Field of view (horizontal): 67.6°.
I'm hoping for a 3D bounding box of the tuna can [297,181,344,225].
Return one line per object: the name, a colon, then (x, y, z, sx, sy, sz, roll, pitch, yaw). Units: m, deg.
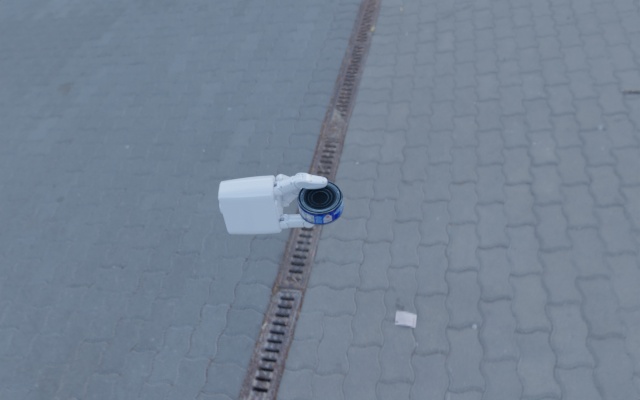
tuna can: (0.000, 0.003, 0.894, 0.086, 0.086, 0.034, 0, -40, 5)
